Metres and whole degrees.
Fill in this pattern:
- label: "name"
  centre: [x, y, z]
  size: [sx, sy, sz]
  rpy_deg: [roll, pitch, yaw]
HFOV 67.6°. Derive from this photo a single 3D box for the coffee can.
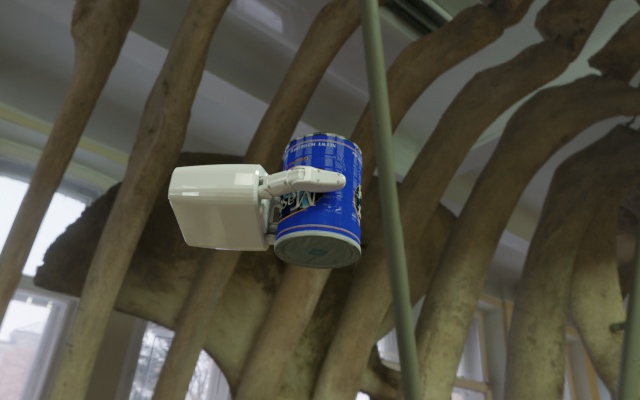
- label: "coffee can"
  centre: [0.000, 0.002, 0.596]
  size: [0.103, 0.140, 0.103]
  rpy_deg: [3, -28, 1]
